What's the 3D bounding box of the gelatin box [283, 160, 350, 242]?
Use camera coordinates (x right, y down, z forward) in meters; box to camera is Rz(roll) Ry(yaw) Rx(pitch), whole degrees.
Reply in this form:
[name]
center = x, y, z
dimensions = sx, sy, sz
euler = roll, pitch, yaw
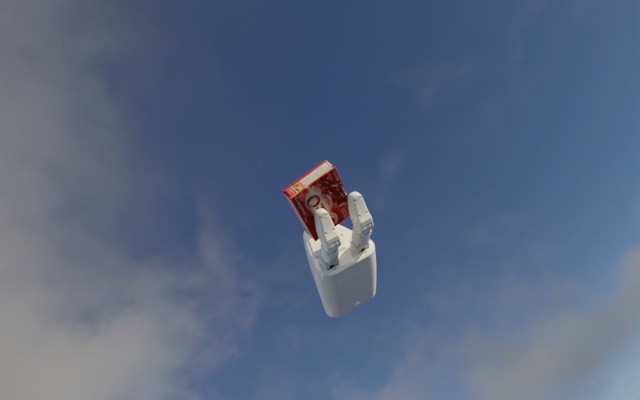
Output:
[gelatin box]
center = 0.000, 0.002, 0.651
dimensions = 0.073, 0.089, 0.030
euler = -36, 39, -11
